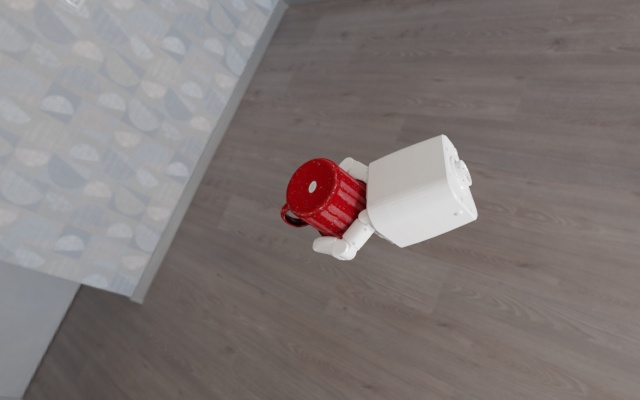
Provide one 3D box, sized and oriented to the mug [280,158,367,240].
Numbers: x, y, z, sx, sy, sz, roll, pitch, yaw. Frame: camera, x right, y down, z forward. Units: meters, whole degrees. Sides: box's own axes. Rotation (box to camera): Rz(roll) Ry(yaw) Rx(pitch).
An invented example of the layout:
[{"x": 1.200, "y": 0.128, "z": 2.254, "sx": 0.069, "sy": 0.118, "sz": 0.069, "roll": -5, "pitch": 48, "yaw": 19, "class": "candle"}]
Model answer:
[{"x": -0.001, "y": 0.002, "z": 0.617, "sx": 0.117, "sy": 0.093, "sz": 0.081, "roll": -24, "pitch": -36, "yaw": 26, "class": "mug"}]
